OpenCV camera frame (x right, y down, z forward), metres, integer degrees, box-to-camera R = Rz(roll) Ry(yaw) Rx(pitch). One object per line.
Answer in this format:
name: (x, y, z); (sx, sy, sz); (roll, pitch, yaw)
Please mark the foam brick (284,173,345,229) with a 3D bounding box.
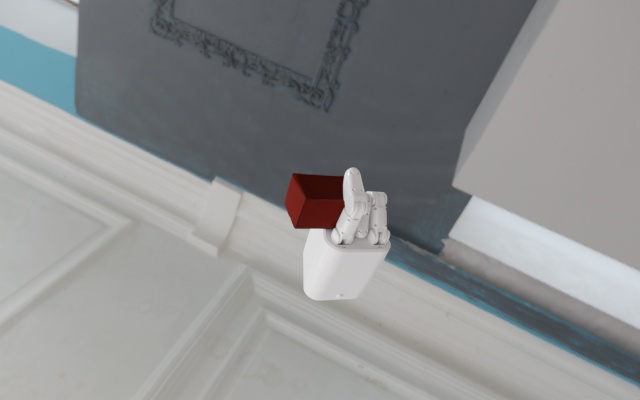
foam brick: (0.000, 0.002, 0.614); (0.078, 0.051, 0.053); (3, 40, -26)
